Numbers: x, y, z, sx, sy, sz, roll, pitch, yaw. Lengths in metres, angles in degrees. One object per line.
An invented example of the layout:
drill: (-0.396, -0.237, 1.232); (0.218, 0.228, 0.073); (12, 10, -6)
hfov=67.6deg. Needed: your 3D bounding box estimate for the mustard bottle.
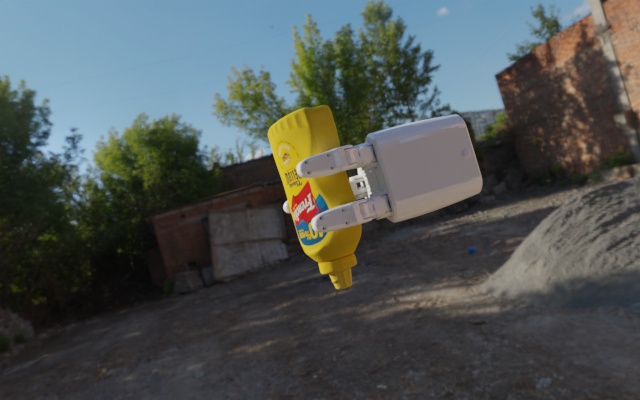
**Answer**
mustard bottle: (0.000, 0.002, 0.519); (0.058, 0.191, 0.096); (-15, -2, -33)
